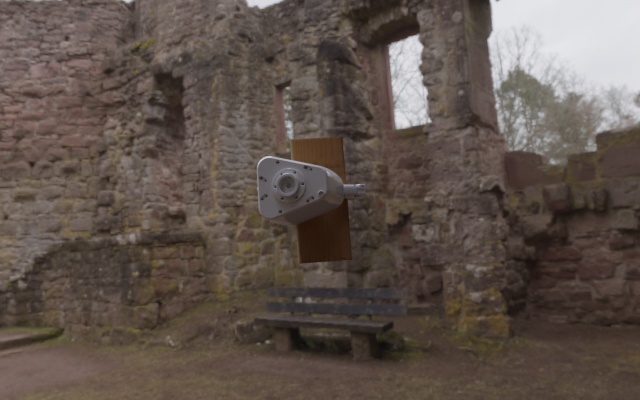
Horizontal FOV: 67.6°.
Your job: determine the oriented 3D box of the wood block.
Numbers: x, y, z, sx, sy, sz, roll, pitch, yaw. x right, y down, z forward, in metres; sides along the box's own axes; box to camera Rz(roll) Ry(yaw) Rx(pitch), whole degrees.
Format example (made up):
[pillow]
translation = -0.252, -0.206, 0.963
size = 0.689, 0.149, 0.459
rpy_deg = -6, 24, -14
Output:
[wood block]
translation = 0.000, 0.003, 0.828
size = 0.091, 0.206, 0.090
rpy_deg = -4, -6, -1
